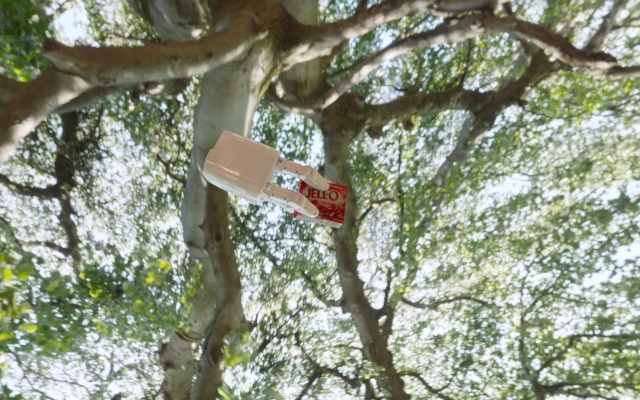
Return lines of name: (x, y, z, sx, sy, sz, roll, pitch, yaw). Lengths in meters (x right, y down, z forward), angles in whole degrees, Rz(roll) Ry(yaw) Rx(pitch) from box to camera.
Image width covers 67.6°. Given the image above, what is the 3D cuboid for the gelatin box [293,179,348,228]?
gelatin box: (0.000, 0.003, 0.851, 0.089, 0.073, 0.030, 13, -23, -13)
